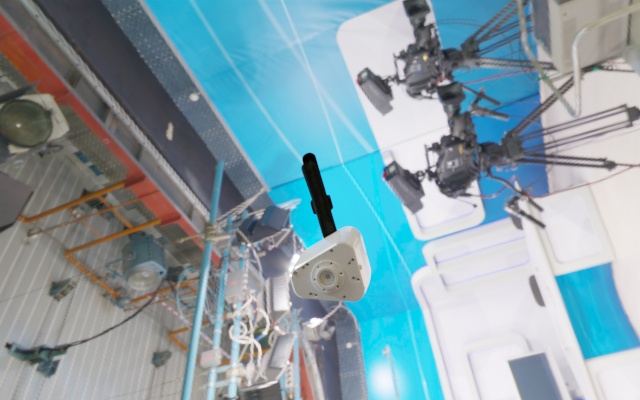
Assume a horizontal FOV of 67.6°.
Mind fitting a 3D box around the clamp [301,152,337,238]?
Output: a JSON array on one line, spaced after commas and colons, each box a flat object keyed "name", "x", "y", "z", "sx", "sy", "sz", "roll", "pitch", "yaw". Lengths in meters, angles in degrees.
[{"name": "clamp", "x": 0.000, "y": 0.003, "z": 0.793, "sx": 0.039, "sy": 0.171, "sz": 0.120, "roll": -18, "pitch": 4, "yaw": 9}]
